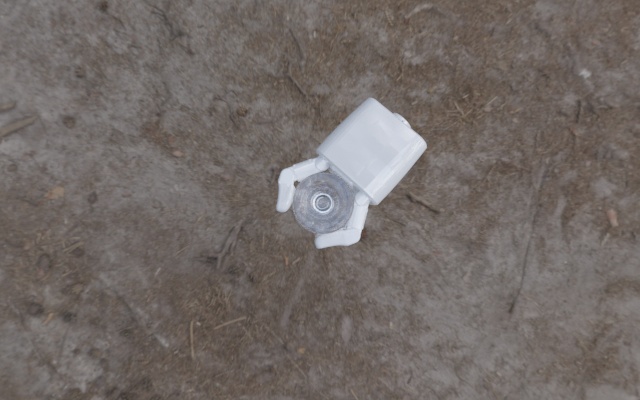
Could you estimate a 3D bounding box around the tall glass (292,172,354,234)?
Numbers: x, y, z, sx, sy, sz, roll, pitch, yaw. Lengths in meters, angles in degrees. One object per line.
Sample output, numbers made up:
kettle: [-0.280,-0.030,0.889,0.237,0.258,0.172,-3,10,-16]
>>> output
tall glass: [0.000,0.002,0.669,0.079,0.079,0.201,0,0,-2]
